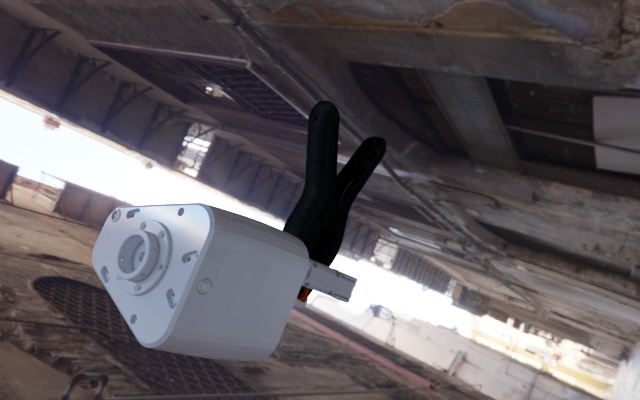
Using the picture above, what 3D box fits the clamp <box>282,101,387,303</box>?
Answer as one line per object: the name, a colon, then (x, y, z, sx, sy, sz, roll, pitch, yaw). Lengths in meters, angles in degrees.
clamp: (0.000, 0.001, 0.412, 0.039, 0.171, 0.120, 18, -8, 36)
